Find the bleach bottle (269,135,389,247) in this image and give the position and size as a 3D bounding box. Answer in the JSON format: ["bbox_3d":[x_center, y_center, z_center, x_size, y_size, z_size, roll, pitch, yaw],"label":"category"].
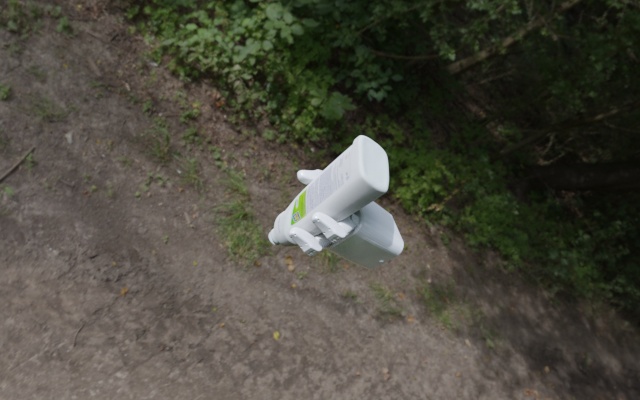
[{"bbox_3d":[0.000,0.003,0.789,0.068,0.102,0.251,31,-48,-28],"label":"bleach bottle"}]
